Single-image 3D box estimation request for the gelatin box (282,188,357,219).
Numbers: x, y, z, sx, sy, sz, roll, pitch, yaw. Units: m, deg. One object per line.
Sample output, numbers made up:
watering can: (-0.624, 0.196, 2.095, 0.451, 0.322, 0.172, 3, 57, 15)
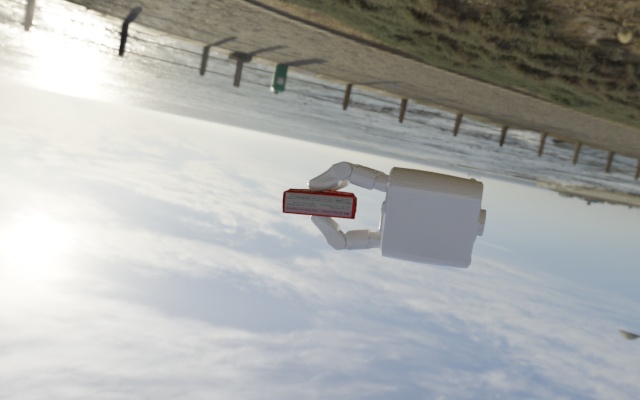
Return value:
gelatin box: (0.000, 0.002, 0.599, 0.089, 0.030, 0.073, 4, 4, 2)
